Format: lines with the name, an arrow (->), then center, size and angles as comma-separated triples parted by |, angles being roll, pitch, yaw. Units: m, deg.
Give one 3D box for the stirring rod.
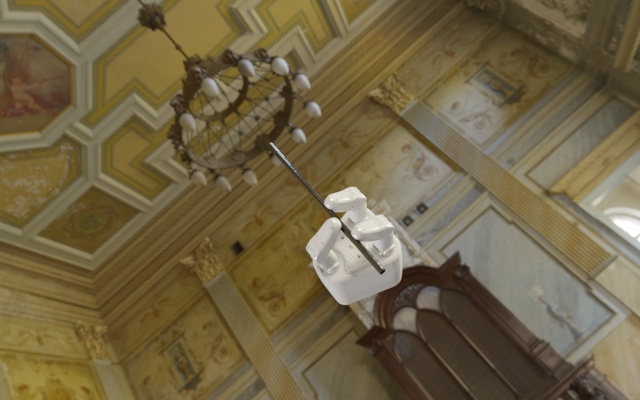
stirring rod -> 0.000, 0.002, 0.589 | 0.011, 0.011, 0.239 | 0, 40, -49
